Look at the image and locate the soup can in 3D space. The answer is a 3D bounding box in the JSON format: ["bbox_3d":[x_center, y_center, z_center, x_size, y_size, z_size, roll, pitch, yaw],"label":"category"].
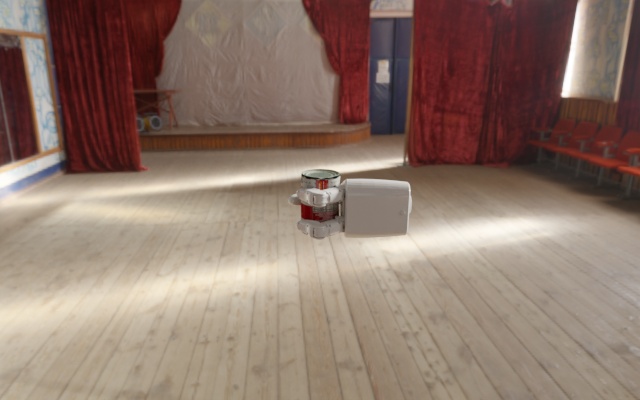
[{"bbox_3d":[0.000,0.002,0.813,0.068,0.102,0.068,0,17,0],"label":"soup can"}]
